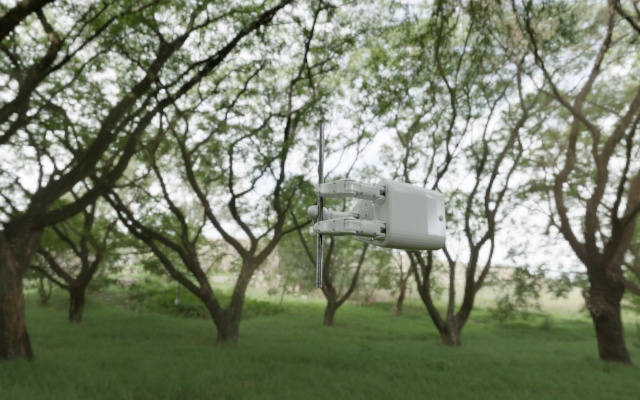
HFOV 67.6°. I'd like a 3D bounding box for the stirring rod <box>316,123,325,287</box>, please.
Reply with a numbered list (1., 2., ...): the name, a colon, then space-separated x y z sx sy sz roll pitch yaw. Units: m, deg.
1. stirring rod: 0.000 0.002 0.682 0.011 0.239 0.011 1 -15 0
